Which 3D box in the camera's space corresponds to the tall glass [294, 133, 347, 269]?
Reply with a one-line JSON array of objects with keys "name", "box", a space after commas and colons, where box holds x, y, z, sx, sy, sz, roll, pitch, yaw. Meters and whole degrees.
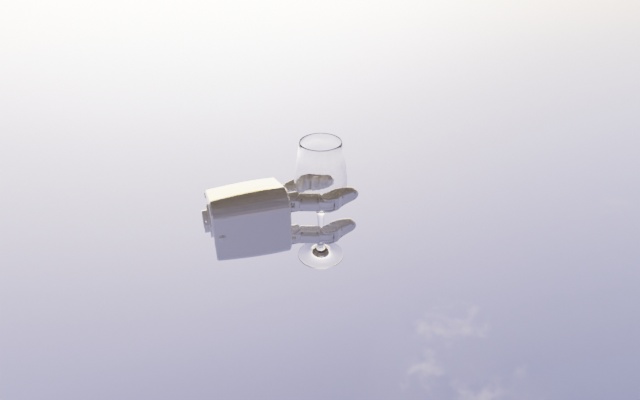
[{"name": "tall glass", "box": [0.000, 0.003, 0.721, 0.079, 0.201, 0.079, 0, 31, 0]}]
